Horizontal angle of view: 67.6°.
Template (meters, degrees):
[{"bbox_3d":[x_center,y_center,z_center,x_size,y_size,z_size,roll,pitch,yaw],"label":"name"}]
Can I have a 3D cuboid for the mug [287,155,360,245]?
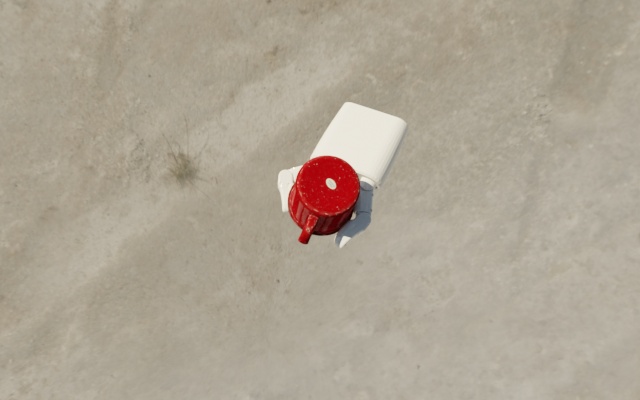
[{"bbox_3d":[-0.001,0.003,0.617,0.093,0.117,0.081,27,-18,2],"label":"mug"}]
